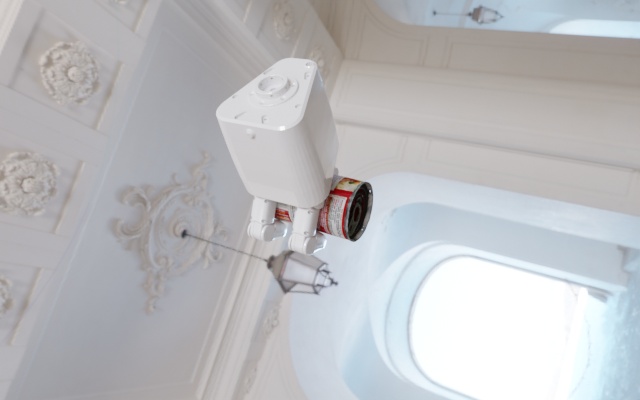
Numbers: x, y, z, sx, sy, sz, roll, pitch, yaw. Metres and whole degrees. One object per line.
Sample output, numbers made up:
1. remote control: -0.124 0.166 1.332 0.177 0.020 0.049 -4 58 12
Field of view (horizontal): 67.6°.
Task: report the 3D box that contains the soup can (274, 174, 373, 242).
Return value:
1. soup can: 0.000 0.002 0.544 0.102 0.068 0.068 14 6 26
